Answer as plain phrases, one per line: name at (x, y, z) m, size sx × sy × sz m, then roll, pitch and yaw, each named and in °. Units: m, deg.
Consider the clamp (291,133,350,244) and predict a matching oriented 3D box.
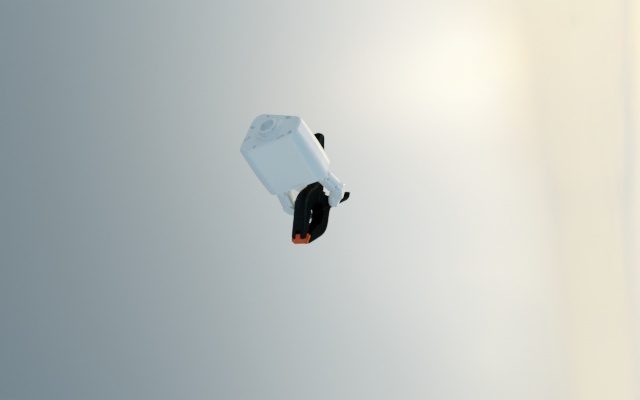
clamp at (0.001, 0.003, 0.878) m, size 0.036 × 0.209 × 0.165 m, roll -4°, pitch -40°, yaw 29°
